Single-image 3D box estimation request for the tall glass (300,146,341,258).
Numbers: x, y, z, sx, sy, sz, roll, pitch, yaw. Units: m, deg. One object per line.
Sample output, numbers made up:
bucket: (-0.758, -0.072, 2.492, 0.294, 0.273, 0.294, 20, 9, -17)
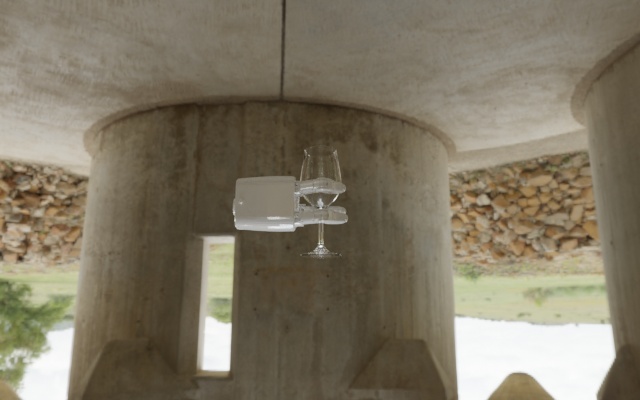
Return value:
tall glass: (0.000, 0.004, 0.884, 0.079, 0.201, 0.079, 0, -13, 0)
